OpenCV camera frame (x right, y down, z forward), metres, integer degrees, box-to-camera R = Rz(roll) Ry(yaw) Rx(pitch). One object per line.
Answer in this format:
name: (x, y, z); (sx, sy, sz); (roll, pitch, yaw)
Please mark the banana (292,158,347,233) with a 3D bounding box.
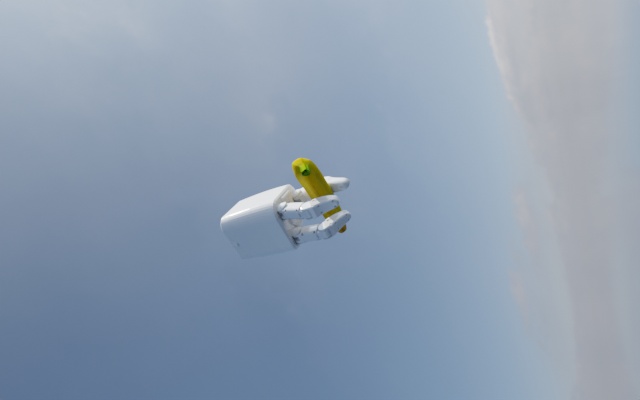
banana: (-0.005, -0.014, 0.775); (0.037, 0.069, 0.198); (-22, -35, 11)
